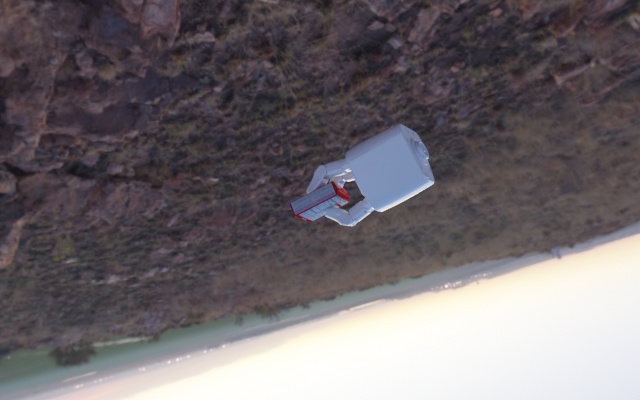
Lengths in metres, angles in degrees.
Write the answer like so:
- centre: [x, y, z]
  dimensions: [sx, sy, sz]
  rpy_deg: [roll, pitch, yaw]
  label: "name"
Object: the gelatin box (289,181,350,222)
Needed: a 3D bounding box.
- centre: [0.000, 0.003, 0.846]
  dimensions: [0.089, 0.030, 0.073]
  rpy_deg: [-28, -18, 13]
  label: "gelatin box"
